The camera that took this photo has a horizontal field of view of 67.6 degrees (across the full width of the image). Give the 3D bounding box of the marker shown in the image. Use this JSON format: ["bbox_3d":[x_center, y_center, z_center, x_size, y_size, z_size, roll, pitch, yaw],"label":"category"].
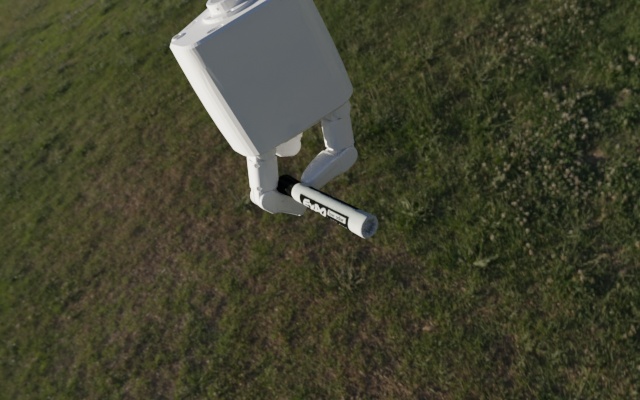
[{"bbox_3d":[0.000,0.001,0.406,0.020,0.020,0.121,0,18,-41],"label":"marker"}]
